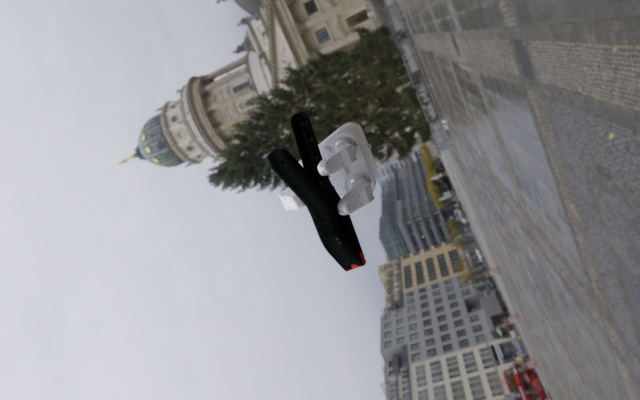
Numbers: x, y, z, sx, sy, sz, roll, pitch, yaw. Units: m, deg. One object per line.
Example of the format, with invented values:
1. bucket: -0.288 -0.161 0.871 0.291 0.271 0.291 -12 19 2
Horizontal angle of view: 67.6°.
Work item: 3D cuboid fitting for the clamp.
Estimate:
1. clamp: 0.000 0.003 0.578 0.036 0.210 0.164 -21 14 17
